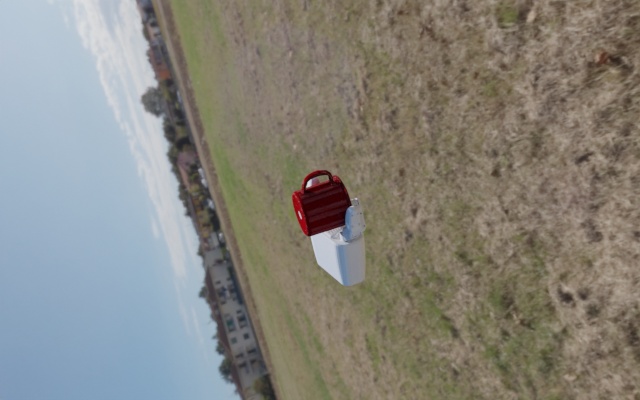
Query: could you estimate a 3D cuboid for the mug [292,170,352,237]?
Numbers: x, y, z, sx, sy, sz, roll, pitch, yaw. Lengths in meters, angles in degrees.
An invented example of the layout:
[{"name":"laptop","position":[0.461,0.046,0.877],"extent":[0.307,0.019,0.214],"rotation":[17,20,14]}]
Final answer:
[{"name":"mug","position":[0.000,0.002,0.808],"extent":[0.081,0.117,0.093],"rotation":[-18,36,-12]}]
